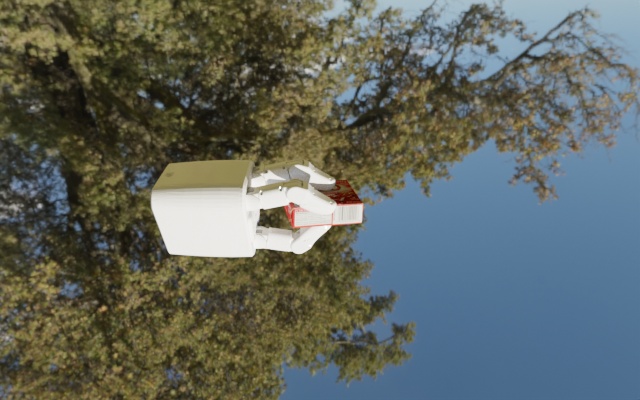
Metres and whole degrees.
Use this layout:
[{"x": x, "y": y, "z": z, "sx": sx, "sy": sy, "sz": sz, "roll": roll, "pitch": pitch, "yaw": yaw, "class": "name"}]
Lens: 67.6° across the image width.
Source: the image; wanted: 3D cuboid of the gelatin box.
[{"x": 0.000, "y": 0.002, "z": 0.591, "sx": 0.089, "sy": 0.030, "sz": 0.073, "roll": -3, "pitch": 26, "yaw": -13, "class": "gelatin box"}]
